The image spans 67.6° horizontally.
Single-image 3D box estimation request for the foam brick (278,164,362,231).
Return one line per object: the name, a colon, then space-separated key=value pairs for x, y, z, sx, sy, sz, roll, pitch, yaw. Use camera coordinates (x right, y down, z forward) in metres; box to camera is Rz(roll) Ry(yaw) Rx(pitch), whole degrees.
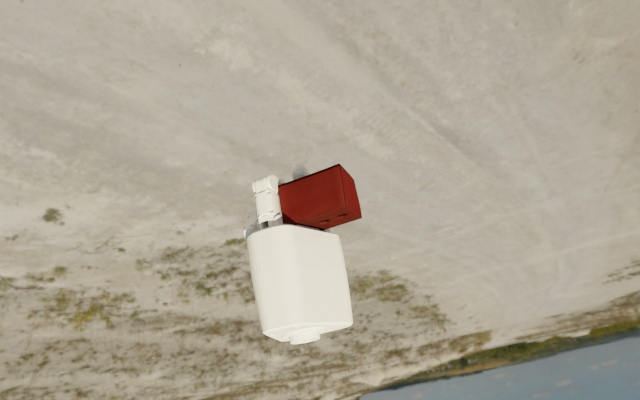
foam brick: x=0.000 y=0.002 z=0.537 sx=0.078 sy=0.051 sz=0.053 roll=-19 pitch=-24 yaw=19
